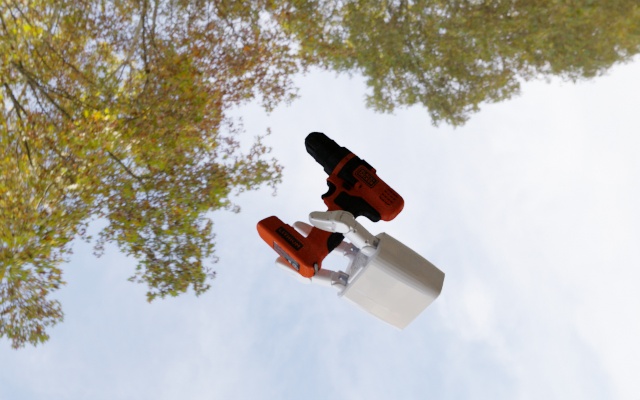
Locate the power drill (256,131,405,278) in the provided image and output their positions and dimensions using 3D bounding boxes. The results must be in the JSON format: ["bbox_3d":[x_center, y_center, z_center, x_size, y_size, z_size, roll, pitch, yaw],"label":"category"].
[{"bbox_3d":[0.000,0.003,0.684,0.184,0.187,0.057,41,-20,17],"label":"power drill"}]
